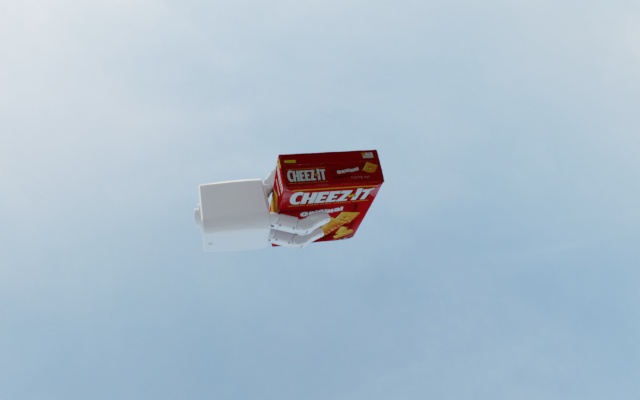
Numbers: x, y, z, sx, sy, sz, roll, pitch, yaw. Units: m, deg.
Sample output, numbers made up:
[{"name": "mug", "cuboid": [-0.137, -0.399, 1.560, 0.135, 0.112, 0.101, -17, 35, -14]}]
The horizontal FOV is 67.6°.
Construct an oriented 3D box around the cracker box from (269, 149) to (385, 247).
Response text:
[{"name": "cracker box", "cuboid": [0.000, 0.003, 0.828, 0.164, 0.072, 0.214, -5, -28, -14]}]
